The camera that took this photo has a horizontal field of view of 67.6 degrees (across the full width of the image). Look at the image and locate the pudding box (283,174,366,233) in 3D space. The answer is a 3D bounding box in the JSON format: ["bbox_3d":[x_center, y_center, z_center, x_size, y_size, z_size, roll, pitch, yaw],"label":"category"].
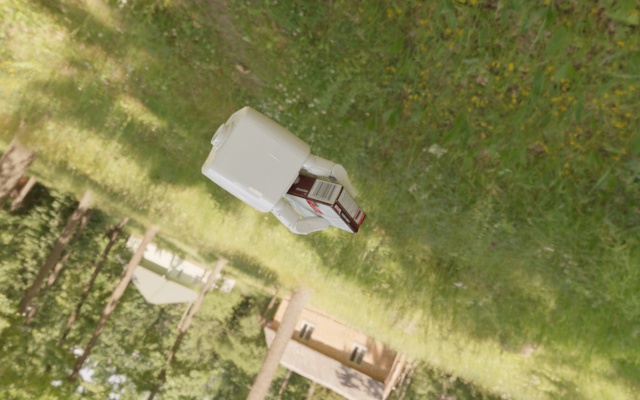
[{"bbox_3d":[0.000,0.002,0.716,0.113,0.039,0.090,18,-18,37],"label":"pudding box"}]
